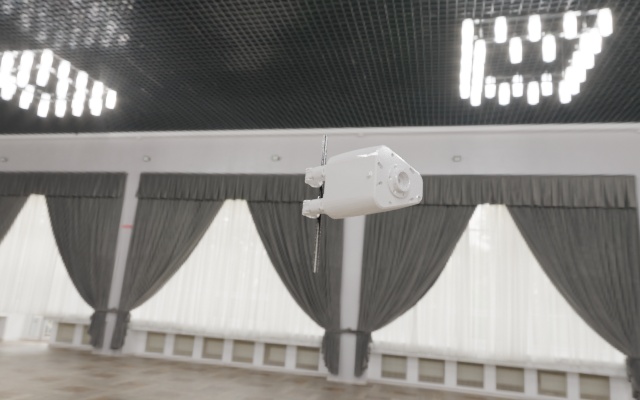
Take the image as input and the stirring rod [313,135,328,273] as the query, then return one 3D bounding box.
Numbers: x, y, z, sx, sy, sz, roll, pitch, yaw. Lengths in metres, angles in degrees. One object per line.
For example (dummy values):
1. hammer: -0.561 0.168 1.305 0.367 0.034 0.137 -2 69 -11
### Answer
1. stirring rod: 0.000 0.003 0.817 0.011 0.239 0.011 4 -12 1
